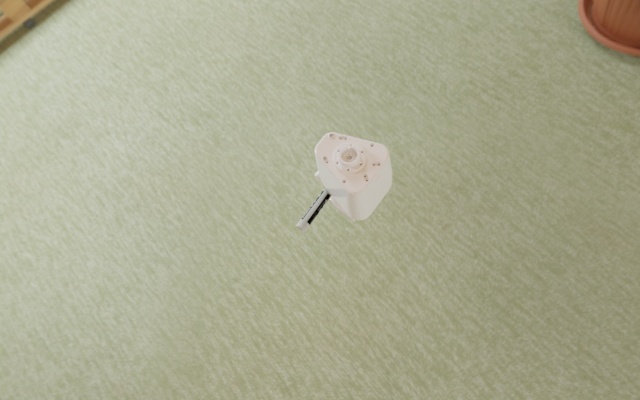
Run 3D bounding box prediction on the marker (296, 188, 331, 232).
[{"bbox_3d":[0.000,0.003,0.840,0.020,0.121,0.020,35,-14,10],"label":"marker"}]
